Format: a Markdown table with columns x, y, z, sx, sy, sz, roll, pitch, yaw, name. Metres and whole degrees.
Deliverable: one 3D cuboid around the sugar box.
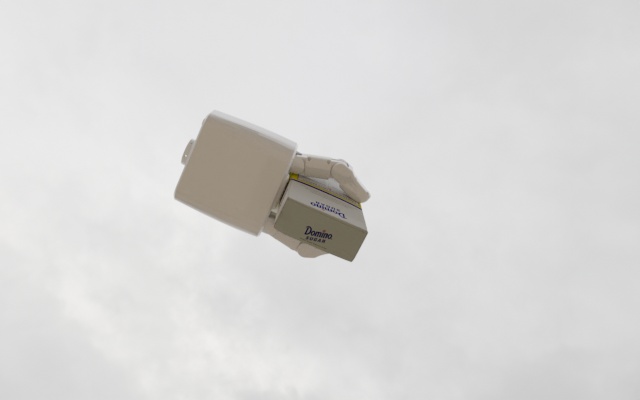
| x | y | z | sx | sy | sz | roll | pitch | yaw | name |
| --- | --- | --- | --- | --- | --- | --- | --- | --- | --- |
| 0.000 | 0.002 | 0.563 | 0.093 | 0.048 | 0.176 | 24 | 20 | -8 | sugar box |
